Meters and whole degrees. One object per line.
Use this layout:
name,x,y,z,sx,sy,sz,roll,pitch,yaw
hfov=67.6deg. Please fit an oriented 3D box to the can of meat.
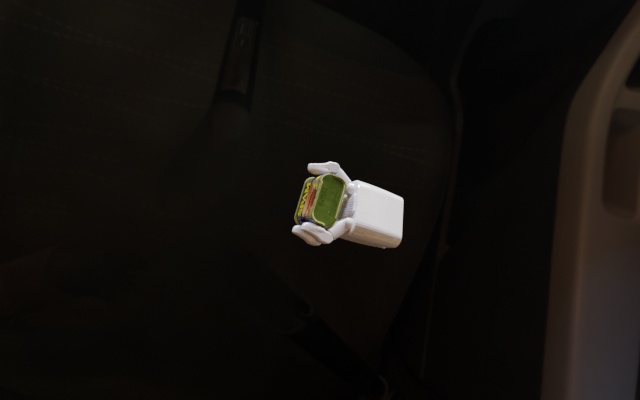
can of meat,0.000,0.003,0.892,0.057,0.102,0.084,21,-13,-19
